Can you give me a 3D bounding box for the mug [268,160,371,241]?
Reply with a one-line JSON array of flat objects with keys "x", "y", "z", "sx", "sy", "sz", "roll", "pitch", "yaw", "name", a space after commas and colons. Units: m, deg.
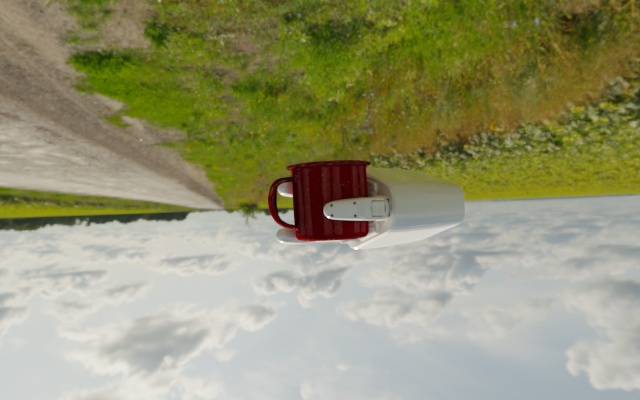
[{"x": -0.001, "y": 0.002, "z": 0.518, "sx": 0.117, "sy": 0.081, "sz": 0.093, "roll": -3, "pitch": -1, "yaw": -26, "name": "mug"}]
